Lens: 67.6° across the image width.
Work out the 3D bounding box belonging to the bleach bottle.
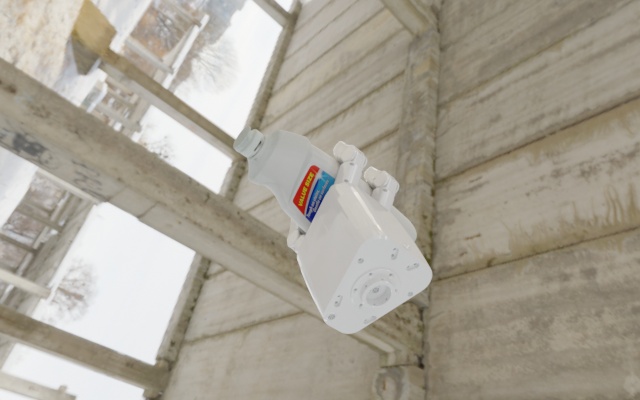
[{"bbox_3d":[0.000,0.002,0.569,0.251,0.102,0.068,35,14,-29],"label":"bleach bottle"}]
